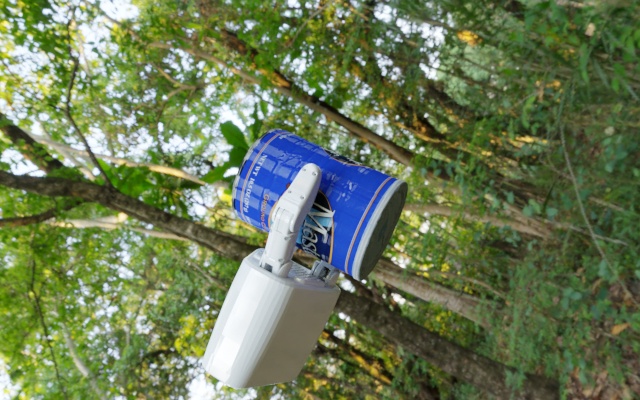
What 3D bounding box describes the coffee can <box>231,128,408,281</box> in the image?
[{"bbox_3d":[0.000,0.001,0.469,0.140,0.103,0.103,25,8,18],"label":"coffee can"}]
